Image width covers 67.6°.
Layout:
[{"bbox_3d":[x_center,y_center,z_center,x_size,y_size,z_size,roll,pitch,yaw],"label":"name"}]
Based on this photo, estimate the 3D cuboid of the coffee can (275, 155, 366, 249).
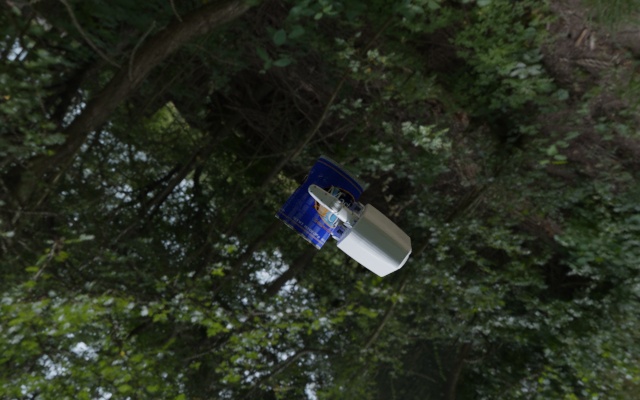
[{"bbox_3d":[0.000,0.003,0.871,0.103,0.140,0.103,37,-4,3],"label":"coffee can"}]
